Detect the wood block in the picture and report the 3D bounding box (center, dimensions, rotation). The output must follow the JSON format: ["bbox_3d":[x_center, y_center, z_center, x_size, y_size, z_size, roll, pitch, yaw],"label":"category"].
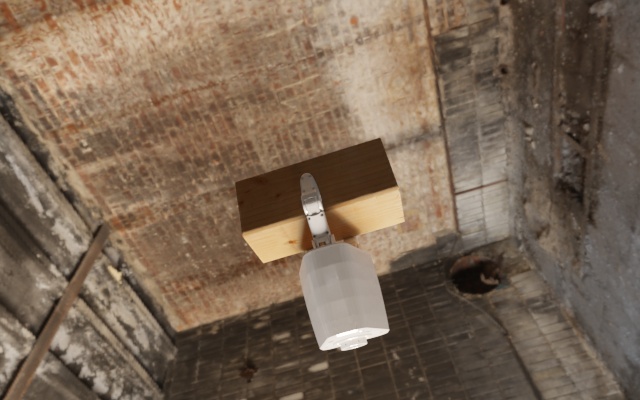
[{"bbox_3d":[0.000,0.002,0.653,0.206,0.090,0.091,-17,-34,4],"label":"wood block"}]
